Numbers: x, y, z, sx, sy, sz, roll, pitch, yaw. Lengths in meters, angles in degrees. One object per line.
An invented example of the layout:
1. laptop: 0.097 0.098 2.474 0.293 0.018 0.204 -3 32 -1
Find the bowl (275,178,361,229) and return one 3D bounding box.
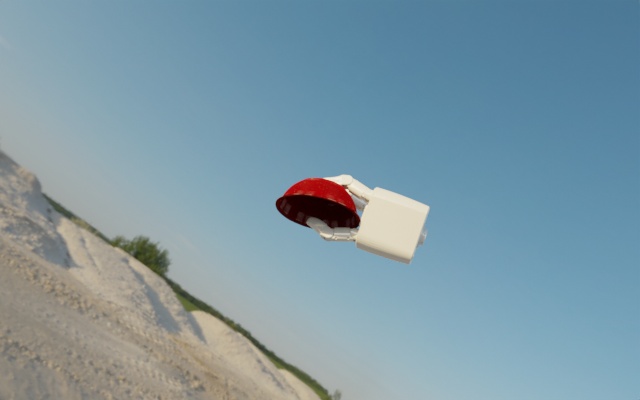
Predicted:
1. bowl: -0.001 0.002 0.891 0.162 0.055 0.162 11 -24 5
